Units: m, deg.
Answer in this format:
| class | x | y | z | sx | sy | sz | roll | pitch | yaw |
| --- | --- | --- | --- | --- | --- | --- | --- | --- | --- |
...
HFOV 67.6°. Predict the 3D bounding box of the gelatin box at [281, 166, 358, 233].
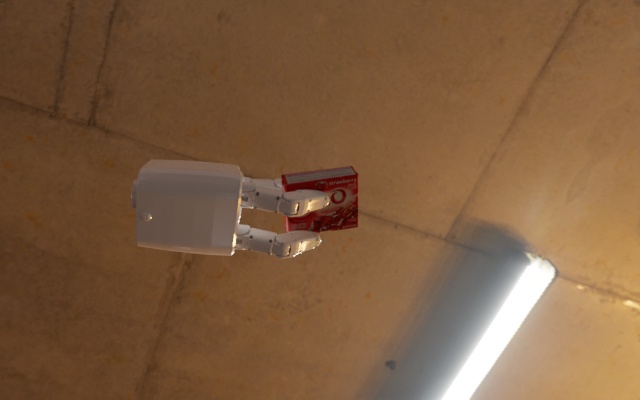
| class | x | y | z | sx | sy | sz | roll | pitch | yaw |
| --- | --- | --- | --- | --- | --- | --- | --- | --- | --- |
| gelatin box | 0.000 | 0.002 | 0.571 | 0.089 | 0.073 | 0.030 | -8 | 29 | -10 |
